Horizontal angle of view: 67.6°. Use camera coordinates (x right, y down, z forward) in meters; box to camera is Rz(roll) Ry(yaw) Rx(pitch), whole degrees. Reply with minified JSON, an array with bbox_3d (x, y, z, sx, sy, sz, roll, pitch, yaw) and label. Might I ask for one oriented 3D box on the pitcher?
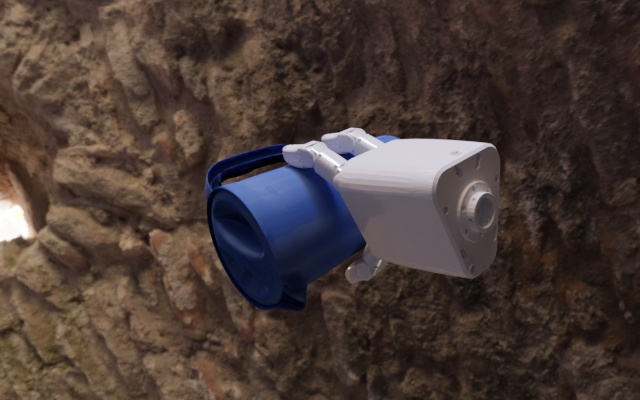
[{"bbox_3d":[0.000,0.002,0.541,0.243,0.149,0.145,-25,17,-34],"label":"pitcher"}]
